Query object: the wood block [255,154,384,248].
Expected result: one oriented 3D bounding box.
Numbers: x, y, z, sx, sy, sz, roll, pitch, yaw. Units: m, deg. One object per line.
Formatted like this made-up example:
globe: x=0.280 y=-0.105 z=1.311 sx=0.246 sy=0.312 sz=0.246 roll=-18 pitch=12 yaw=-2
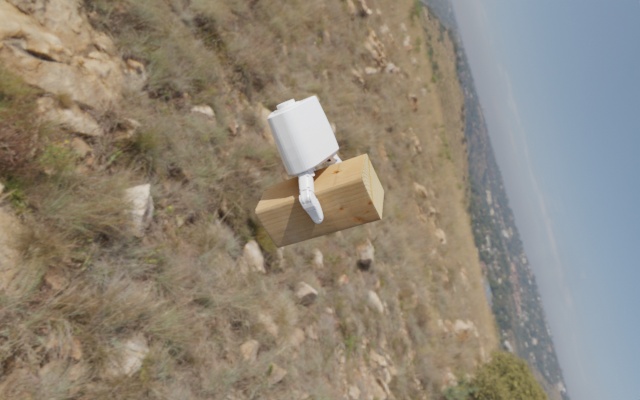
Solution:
wood block: x=0.000 y=0.003 z=0.860 sx=0.206 sy=0.090 sz=0.090 roll=-17 pitch=29 yaw=21
